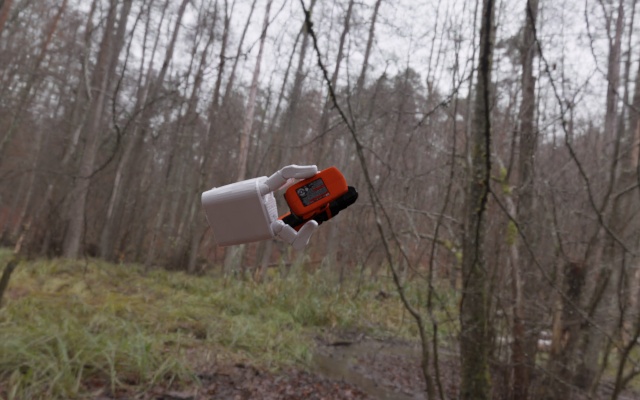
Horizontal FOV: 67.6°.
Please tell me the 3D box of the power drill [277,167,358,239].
[{"bbox_3d":[0.000,0.003,0.891,0.184,0.057,0.188,-29,-13,-13],"label":"power drill"}]
